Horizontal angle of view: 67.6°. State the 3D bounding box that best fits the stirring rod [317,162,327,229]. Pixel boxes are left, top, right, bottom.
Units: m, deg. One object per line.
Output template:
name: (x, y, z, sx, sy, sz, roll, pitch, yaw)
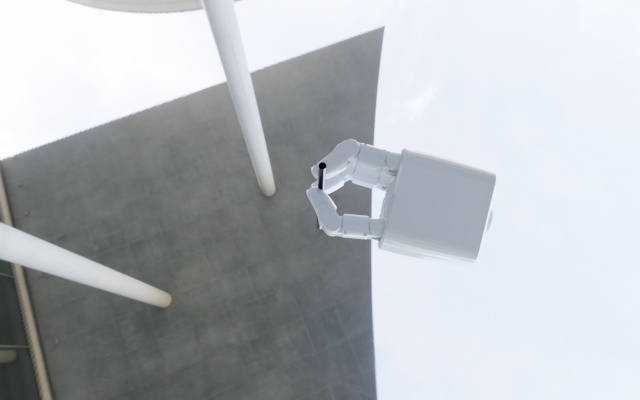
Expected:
stirring rod: (0.000, 0.002, 0.596, 0.011, 0.011, 0.240, 0, -18, -1)
